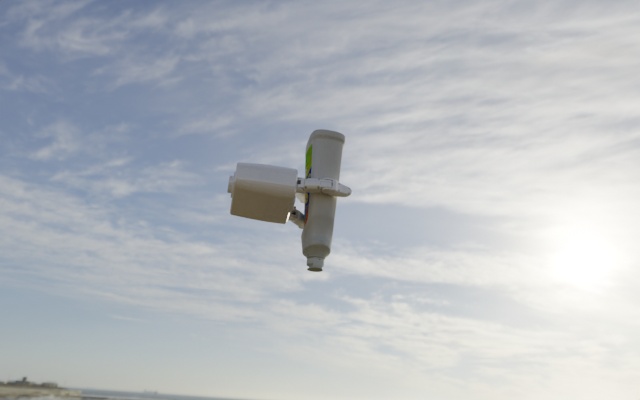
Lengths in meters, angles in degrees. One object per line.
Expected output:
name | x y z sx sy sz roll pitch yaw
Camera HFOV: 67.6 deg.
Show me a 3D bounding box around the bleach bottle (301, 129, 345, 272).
bleach bottle | 0.000 0.003 0.873 0.068 0.250 0.103 8 -23 -10
